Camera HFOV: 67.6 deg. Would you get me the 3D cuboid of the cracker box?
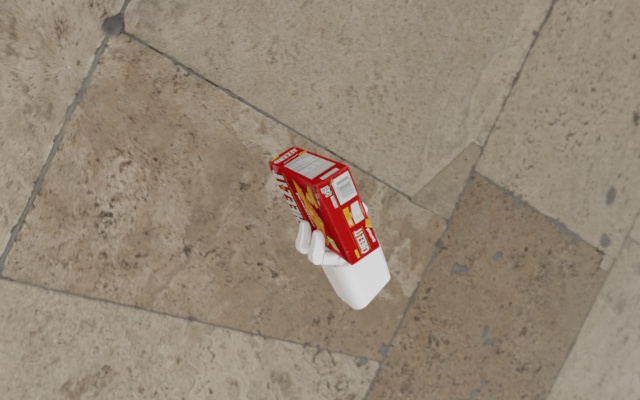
[{"bbox_3d":[0.000,0.003,0.858,0.072,0.164,0.213,-32,26,-17],"label":"cracker box"}]
